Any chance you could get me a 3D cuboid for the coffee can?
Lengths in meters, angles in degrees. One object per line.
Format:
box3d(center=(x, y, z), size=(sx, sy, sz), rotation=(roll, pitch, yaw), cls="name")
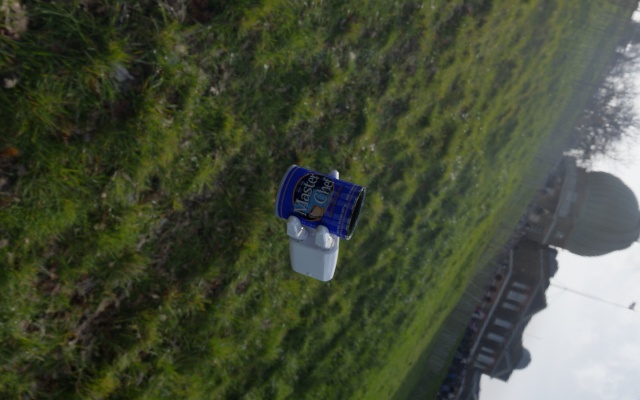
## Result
box3d(center=(0.000, 0.003, 0.874), size=(0.140, 0.103, 0.103), rotation=(18, 4, 12), cls="coffee can")
